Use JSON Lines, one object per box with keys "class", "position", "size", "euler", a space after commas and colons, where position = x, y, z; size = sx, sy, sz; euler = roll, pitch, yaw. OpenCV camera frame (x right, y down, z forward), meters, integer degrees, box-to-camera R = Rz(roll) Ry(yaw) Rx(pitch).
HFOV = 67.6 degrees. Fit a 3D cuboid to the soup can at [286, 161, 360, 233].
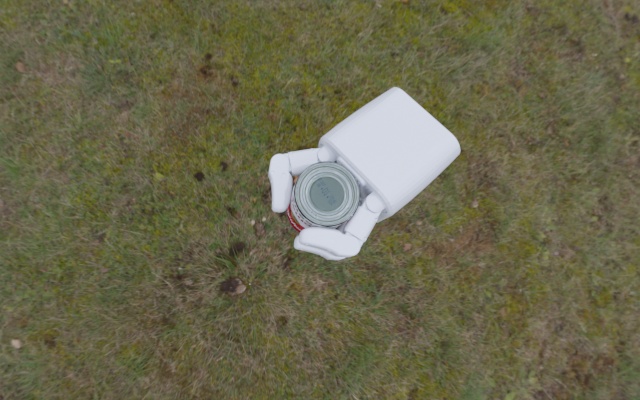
{"class": "soup can", "position": [0.000, 0.002, 0.516], "size": [0.068, 0.068, 0.102], "euler": [0, -10, -8]}
